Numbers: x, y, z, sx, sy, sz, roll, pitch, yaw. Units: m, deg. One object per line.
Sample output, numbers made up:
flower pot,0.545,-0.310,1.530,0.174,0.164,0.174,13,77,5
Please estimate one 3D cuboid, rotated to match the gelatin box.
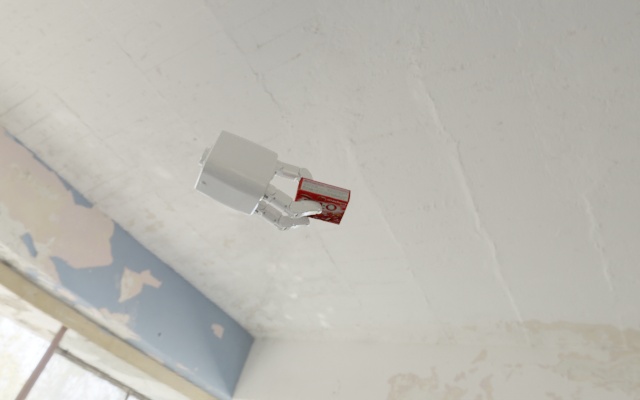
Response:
gelatin box,0.001,0.002,0.816,0.089,0.030,0.073,14,-36,-3
